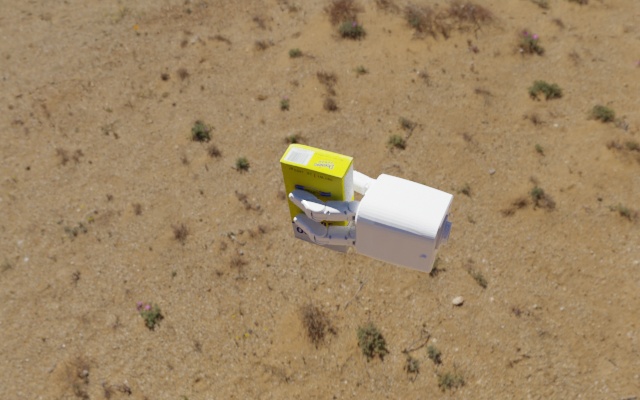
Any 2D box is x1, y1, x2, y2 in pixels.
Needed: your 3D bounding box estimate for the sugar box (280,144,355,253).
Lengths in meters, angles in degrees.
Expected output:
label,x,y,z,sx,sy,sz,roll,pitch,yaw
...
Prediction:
label,x,y,z,sx,sy,sz,roll,pitch,yaw
sugar box,0.000,0.003,0.695,0.093,0.048,0.176,16,-39,19
